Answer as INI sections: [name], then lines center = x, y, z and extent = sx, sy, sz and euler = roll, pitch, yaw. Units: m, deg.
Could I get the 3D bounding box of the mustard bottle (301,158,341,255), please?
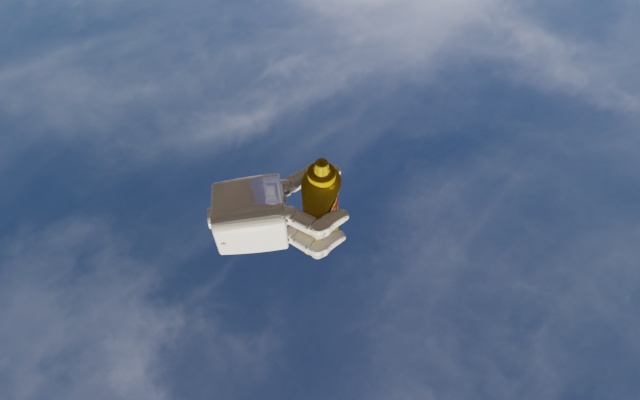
[mustard bottle]
center = 0.000, 0.003, 0.737
extent = 0.058, 0.096, 0.192
euler = 13, -34, 9
